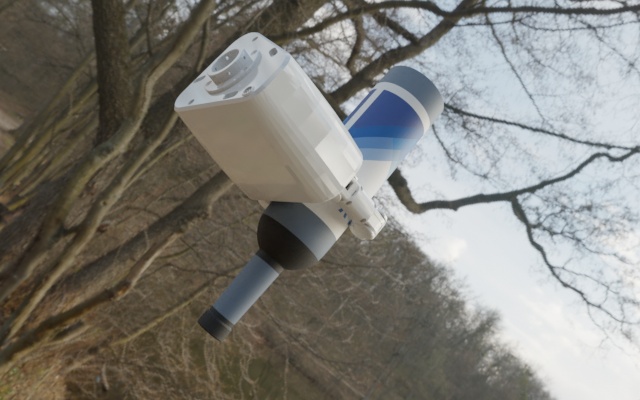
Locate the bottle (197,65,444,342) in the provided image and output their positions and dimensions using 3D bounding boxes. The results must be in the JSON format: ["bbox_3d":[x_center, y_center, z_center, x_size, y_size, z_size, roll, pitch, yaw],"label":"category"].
[{"bbox_3d":[0.000,0.001,0.434,0.069,0.295,0.069,38,-14,11],"label":"bottle"}]
